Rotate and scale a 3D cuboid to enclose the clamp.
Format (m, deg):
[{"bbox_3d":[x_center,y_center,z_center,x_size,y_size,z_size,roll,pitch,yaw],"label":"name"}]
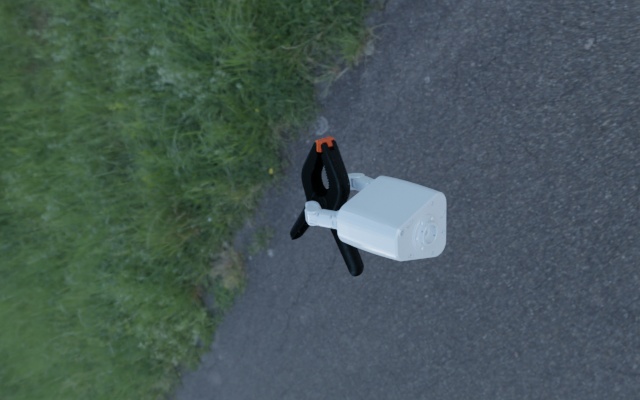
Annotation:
[{"bbox_3d":[0.000,0.002,0.751,0.036,0.210,0.164,-22,26,-38],"label":"clamp"}]
